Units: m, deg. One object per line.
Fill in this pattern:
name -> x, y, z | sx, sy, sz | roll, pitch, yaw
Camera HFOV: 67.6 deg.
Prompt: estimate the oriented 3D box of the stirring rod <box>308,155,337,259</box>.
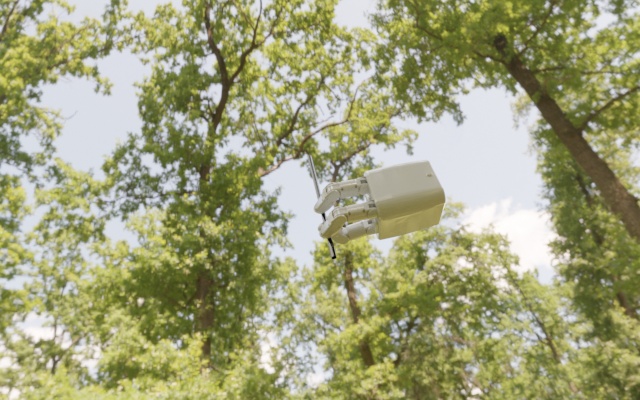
stirring rod -> 0.000, 0.003, 0.803 | 0.011, 0.011, 0.239 | 0, 44, -14
